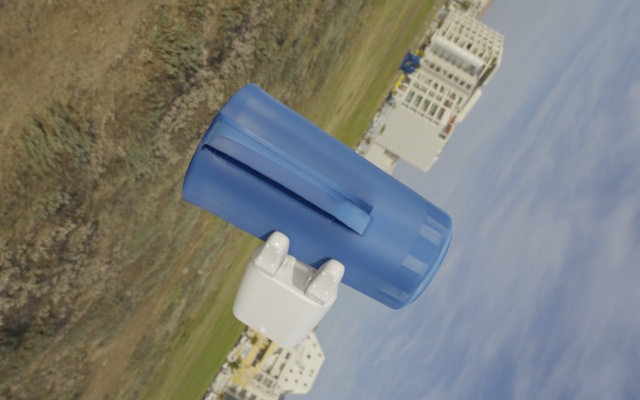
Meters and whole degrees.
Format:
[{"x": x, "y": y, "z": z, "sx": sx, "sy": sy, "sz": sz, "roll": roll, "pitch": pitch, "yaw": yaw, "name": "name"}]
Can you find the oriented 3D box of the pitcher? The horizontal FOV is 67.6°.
[{"x": 0.000, "y": 0.002, "z": 0.459, "sx": 0.243, "sy": 0.145, "sz": 0.149, "roll": 31, "pitch": 41, "yaw": 2, "name": "pitcher"}]
